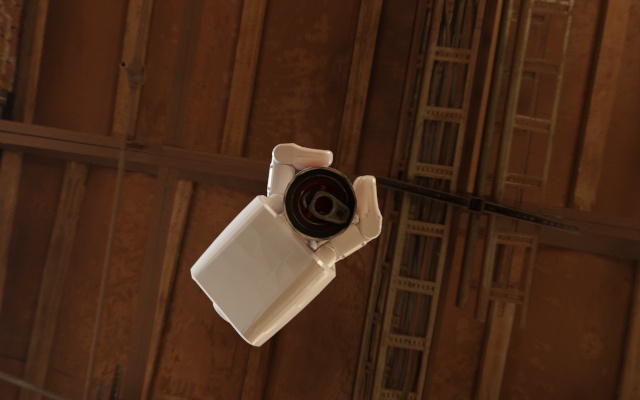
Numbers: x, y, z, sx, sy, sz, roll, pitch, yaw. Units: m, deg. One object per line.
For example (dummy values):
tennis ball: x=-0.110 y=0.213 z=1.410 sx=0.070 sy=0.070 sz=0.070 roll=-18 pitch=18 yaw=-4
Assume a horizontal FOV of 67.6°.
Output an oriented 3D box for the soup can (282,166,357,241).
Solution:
soup can: x=0.000 y=0.001 z=0.481 sx=0.068 sy=0.068 sz=0.102 roll=0 pitch=2 yaw=1
